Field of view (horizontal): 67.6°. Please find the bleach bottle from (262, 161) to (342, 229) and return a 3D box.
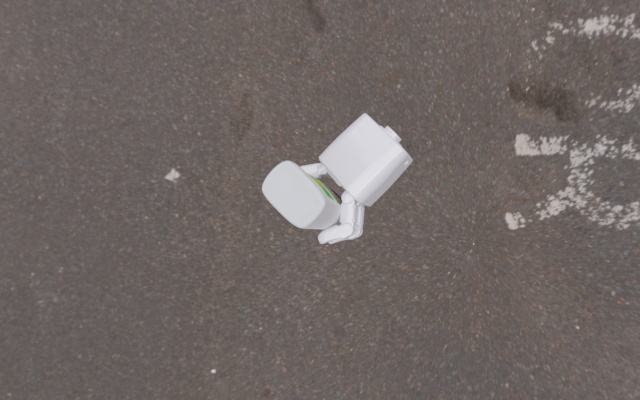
[{"bbox_3d":[0.000,0.003,0.792,0.102,0.068,0.251,46,9,16],"label":"bleach bottle"}]
